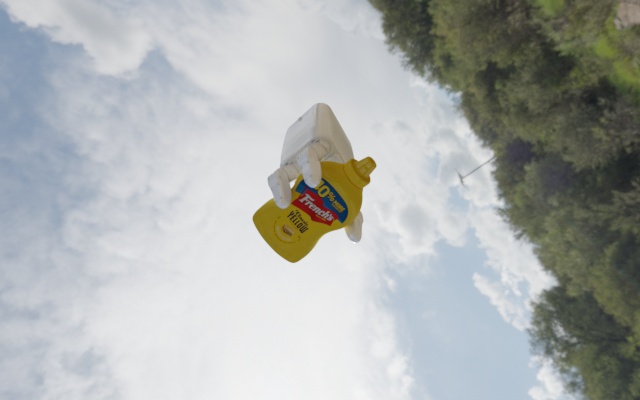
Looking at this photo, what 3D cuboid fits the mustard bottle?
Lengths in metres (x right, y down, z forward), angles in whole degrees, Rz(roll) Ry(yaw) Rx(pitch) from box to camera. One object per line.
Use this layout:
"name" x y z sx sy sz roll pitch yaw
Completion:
"mustard bottle" 0.000 0.002 0.657 0.192 0.096 0.058 -38 5 26
